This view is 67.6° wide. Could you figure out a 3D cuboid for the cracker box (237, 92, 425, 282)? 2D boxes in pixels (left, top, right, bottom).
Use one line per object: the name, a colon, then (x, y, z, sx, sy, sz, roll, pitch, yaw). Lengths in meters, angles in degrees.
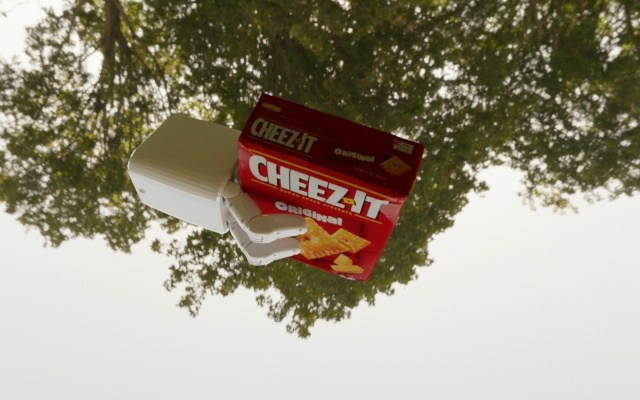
cracker box: (0.000, 0.002, 0.521, 0.164, 0.072, 0.214, 18, -30, 5)
